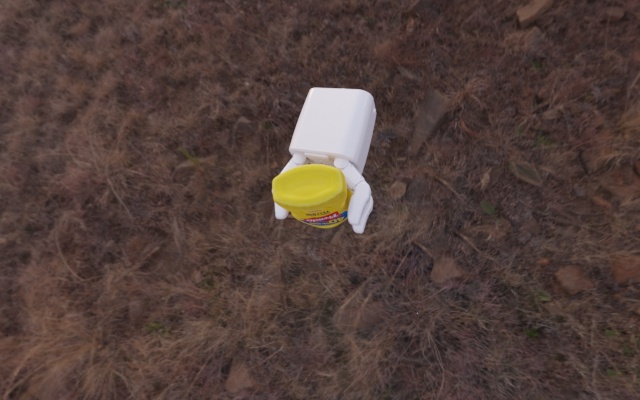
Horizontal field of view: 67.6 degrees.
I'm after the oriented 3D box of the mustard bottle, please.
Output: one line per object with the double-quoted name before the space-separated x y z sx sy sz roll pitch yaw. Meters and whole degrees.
"mustard bottle" 0.000 0.003 0.701 0.096 0.058 0.192 -10 -15 9
